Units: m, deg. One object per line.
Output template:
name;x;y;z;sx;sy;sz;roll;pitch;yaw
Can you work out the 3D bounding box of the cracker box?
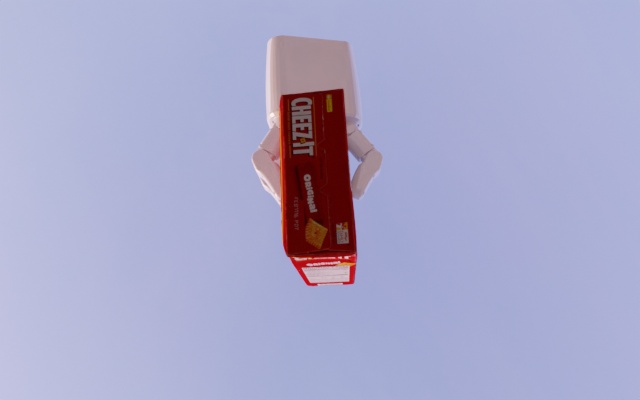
cracker box;0.000;0.002;0.536;0.072;0.164;0.214;-5;-17;2
